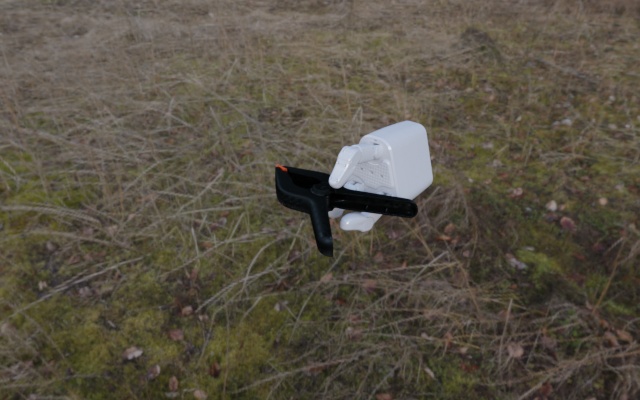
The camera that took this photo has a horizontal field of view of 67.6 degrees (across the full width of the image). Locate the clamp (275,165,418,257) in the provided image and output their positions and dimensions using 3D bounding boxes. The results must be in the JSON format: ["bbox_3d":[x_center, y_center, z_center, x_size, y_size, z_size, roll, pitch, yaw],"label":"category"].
[{"bbox_3d":[0.000,0.001,0.636,0.210,0.036,0.164,25,34,35],"label":"clamp"}]
